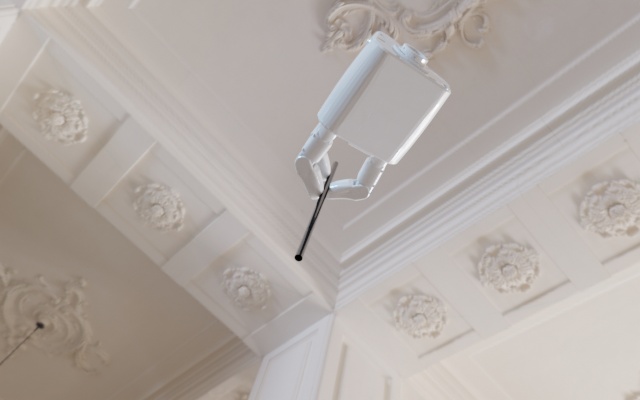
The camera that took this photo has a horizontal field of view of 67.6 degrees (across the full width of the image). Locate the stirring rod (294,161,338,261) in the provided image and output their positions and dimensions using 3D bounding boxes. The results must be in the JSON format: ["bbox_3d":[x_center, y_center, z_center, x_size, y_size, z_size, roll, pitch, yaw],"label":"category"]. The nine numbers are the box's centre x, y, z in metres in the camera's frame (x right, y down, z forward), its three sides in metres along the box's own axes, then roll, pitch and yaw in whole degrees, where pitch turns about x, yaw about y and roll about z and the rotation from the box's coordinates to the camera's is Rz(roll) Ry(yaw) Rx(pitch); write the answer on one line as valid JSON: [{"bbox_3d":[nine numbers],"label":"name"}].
[{"bbox_3d":[0.000,0.002,0.561,0.011,0.011,0.239,0,26,11],"label":"stirring rod"}]
